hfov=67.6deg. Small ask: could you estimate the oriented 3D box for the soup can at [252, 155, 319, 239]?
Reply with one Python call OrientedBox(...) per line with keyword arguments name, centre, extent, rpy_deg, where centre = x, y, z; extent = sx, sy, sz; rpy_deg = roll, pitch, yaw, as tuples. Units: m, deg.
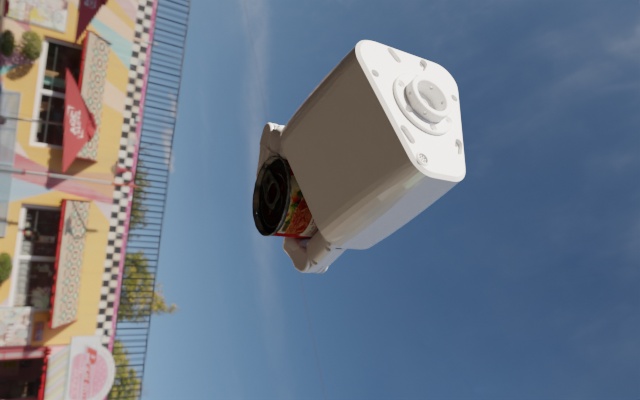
OrientedBox(name="soup can", centre=(0.000, 0.002, 0.423), extent=(0.102, 0.068, 0.068), rpy_deg=(7, -4, -31))
